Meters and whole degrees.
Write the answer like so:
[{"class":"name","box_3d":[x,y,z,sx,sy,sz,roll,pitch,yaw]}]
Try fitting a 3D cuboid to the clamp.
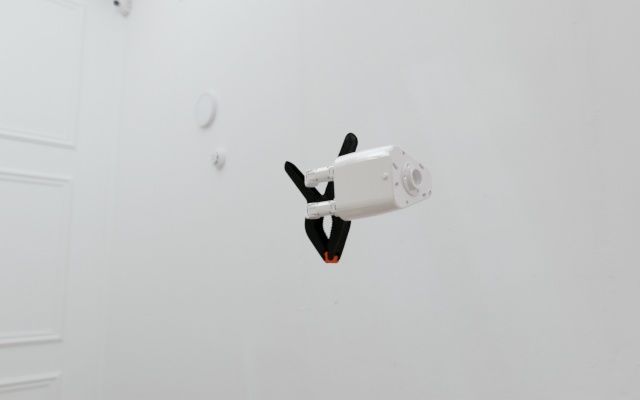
[{"class":"clamp","box_3d":[0.001,0.003,0.814,0.164,0.210,0.036,-11,-13,42]}]
